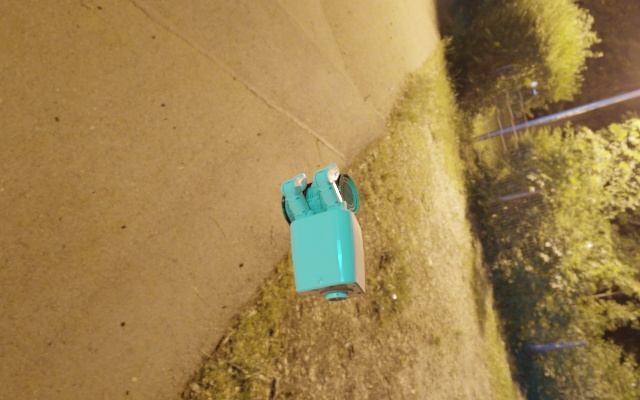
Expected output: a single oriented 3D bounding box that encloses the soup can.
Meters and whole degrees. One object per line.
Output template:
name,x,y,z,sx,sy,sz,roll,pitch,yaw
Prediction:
soup can,0.000,0.002,0.736,0.102,0.068,0.068,-16,-7,26
